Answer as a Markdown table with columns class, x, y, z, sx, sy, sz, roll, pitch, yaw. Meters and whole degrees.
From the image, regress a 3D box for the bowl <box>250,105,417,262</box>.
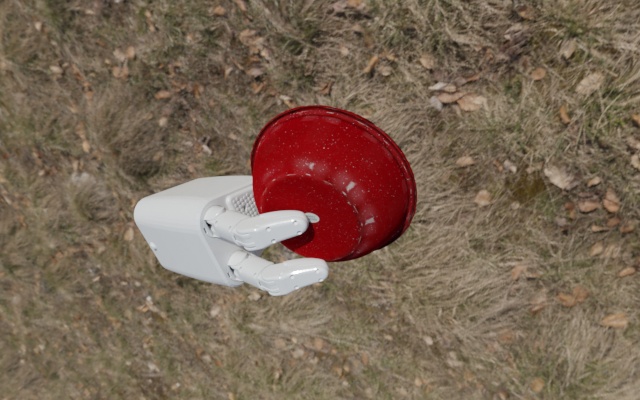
| class | x | y | z | sx | sy | sz | roll | pitch | yaw |
| --- | --- | --- | --- | --- | --- | --- | --- | --- | --- |
| bowl | 0.001 | 0.001 | 0.420 | 0.162 | 0.162 | 0.055 | 0 | 35 | 24 |
